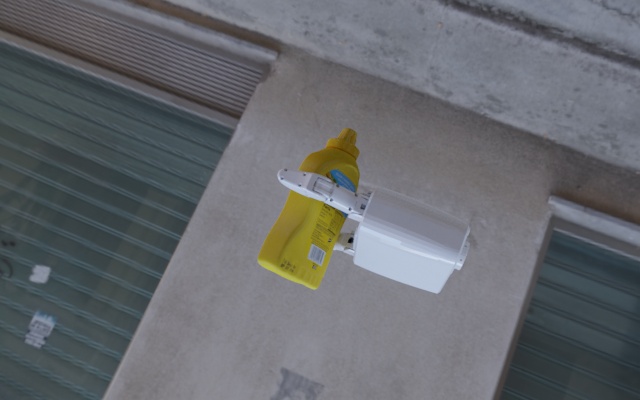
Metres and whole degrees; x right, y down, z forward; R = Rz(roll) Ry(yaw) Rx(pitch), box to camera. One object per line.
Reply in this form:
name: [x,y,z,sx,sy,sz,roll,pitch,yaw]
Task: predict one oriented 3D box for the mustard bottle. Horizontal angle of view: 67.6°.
mustard bottle: [0.000,0.002,0.559,0.058,0.191,0.096,15,-15,36]
